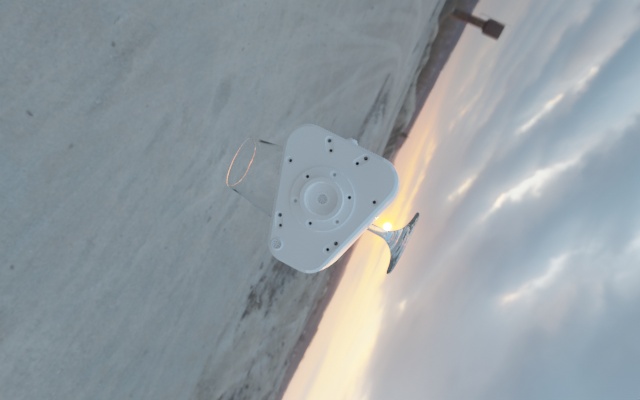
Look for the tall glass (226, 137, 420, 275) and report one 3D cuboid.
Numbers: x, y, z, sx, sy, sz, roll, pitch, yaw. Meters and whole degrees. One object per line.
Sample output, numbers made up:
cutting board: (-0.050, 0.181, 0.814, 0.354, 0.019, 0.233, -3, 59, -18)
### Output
tall glass: (0.001, 0.002, 0.519, 0.201, 0.079, 0.079, 27, 3, 6)
